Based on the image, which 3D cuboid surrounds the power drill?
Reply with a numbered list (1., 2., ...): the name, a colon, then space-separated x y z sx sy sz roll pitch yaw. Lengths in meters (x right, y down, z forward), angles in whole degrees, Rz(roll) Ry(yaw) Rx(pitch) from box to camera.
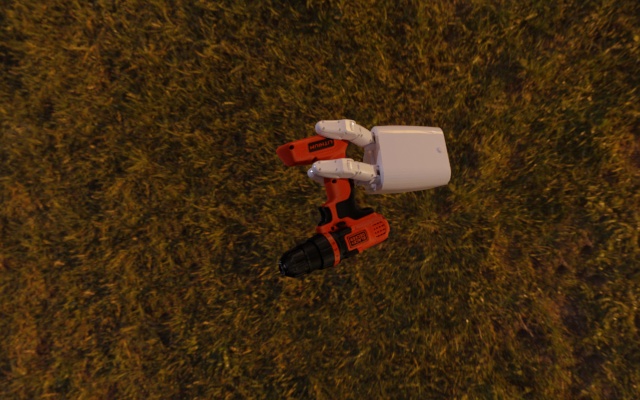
1. power drill: 0.000 0.002 0.694 0.184 0.187 0.057 -20 6 -29
